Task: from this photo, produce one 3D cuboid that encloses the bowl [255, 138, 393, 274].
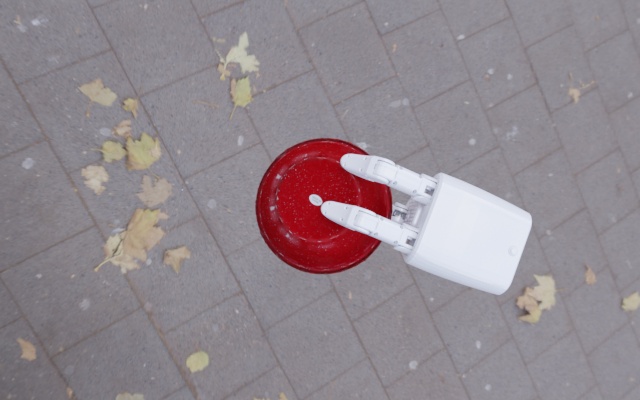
[{"bbox_3d":[-0.001,0.002,0.534,0.162,0.162,0.055,0,-8,7],"label":"bowl"}]
